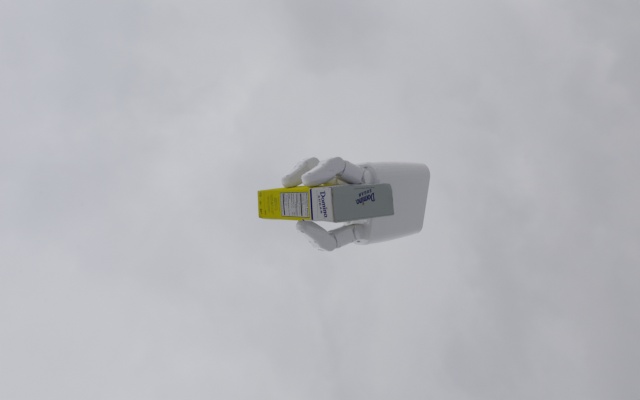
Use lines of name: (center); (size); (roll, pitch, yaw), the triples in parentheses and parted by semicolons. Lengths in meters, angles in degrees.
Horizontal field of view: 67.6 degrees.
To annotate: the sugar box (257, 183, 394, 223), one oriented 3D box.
sugar box: (0.000, 0.001, 0.611); (0.093, 0.048, 0.176); (-5, 0, -36)
